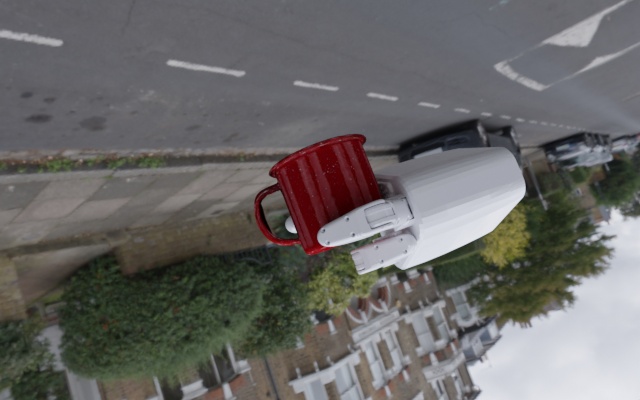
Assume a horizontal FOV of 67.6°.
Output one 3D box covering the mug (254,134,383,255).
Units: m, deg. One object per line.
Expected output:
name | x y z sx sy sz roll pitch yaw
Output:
mug | -0.001 0.002 0.421 0.117 0.081 0.093 -19 -8 -10
